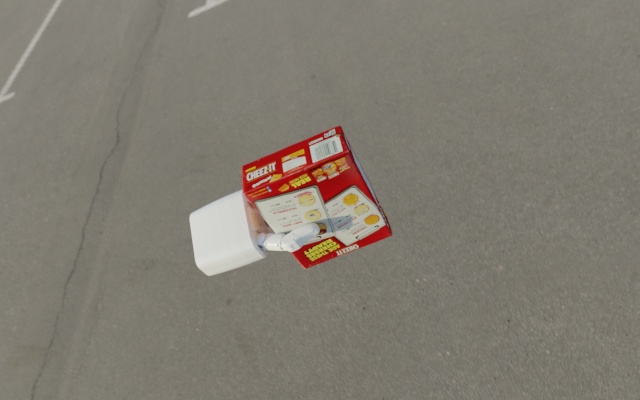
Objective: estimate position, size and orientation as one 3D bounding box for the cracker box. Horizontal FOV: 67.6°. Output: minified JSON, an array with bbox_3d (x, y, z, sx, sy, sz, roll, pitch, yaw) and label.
[{"bbox_3d":[0.000,0.002,0.749,0.164,0.072,0.214,-22,-44,11],"label":"cracker box"}]
